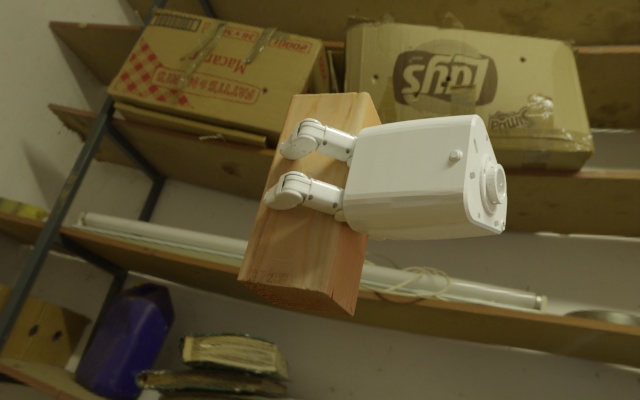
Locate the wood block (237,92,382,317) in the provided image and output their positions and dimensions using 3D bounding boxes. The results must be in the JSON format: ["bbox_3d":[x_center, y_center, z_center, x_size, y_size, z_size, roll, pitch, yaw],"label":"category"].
[{"bbox_3d":[0.001,0.002,0.488,0.090,0.206,0.091,3,-25,24],"label":"wood block"}]
